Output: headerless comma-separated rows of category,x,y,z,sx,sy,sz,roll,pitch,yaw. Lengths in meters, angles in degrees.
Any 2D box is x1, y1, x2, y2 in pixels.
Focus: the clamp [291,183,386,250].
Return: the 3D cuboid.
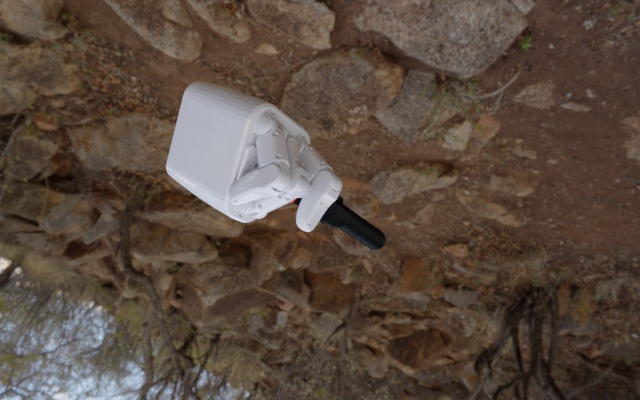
clamp,0.000,0.002,0.538,0.120,0.039,0.171,30,-4,33
